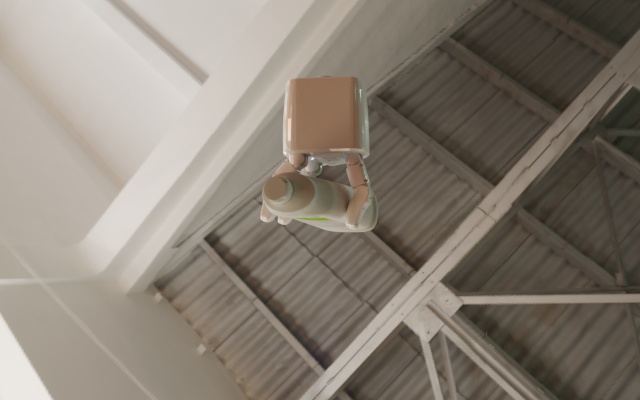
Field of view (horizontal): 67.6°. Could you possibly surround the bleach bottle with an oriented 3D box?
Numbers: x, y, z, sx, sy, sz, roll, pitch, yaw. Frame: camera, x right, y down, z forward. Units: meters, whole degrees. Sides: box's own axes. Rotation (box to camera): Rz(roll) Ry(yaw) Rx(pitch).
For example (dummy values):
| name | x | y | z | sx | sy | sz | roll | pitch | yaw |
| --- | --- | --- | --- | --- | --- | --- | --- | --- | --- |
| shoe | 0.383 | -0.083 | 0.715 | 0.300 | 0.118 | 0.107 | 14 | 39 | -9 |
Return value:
| name | x | y | z | sx | sy | sz | roll | pitch | yaw |
| --- | --- | --- | --- | --- | --- | --- | --- | --- | --- |
| bleach bottle | 0.000 | 0.002 | 0.655 | 0.102 | 0.068 | 0.251 | -3 | -8 | 20 |
